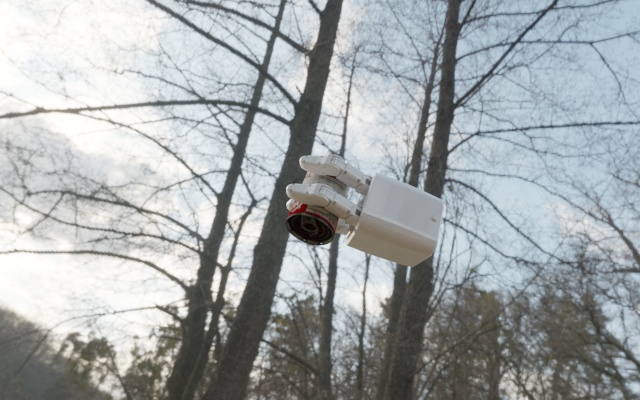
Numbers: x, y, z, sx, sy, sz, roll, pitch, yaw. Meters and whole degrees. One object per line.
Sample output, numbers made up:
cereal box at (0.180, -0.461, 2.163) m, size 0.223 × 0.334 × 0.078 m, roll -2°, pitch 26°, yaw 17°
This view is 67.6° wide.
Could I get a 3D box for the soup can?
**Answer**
soup can at (0.000, 0.002, 0.667) m, size 0.068 × 0.102 × 0.069 m, roll 14°, pitch -36°, yaw 10°
